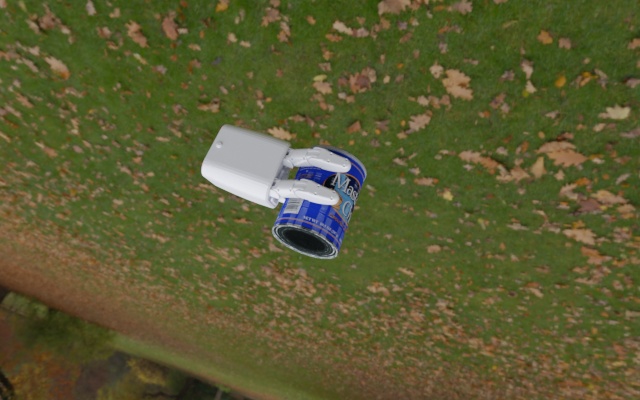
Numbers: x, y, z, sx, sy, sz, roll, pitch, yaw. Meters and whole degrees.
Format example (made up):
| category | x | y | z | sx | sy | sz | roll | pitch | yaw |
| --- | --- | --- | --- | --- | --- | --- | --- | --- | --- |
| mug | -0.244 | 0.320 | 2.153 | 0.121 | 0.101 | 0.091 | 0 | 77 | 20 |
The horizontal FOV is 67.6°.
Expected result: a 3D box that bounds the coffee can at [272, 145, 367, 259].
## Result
| category | x | y | z | sx | sy | sz | roll | pitch | yaw |
| --- | --- | --- | --- | --- | --- | --- | --- | --- | --- |
| coffee can | 0.000 | 0.002 | 0.719 | 0.103 | 0.140 | 0.103 | 18 | -25 | 9 |
